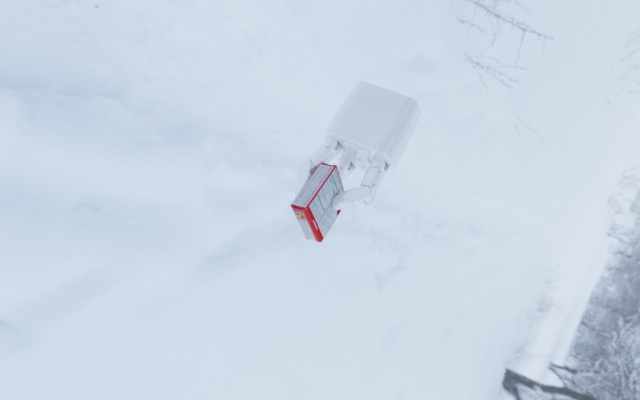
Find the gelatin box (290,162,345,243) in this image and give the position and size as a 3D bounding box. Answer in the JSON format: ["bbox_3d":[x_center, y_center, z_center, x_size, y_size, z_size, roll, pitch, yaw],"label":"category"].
[{"bbox_3d":[0.000,0.003,0.677,0.030,0.089,0.073,13,-36,31],"label":"gelatin box"}]
